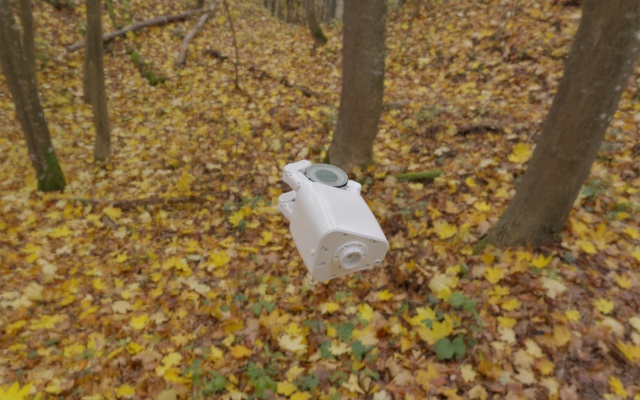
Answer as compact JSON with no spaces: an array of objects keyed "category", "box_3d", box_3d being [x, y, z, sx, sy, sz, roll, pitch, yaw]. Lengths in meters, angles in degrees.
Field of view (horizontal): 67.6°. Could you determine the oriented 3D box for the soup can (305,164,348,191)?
[{"category":"soup can","box_3d":[0.000,0.002,0.745,0.068,0.102,0.068,9,33,-6]}]
